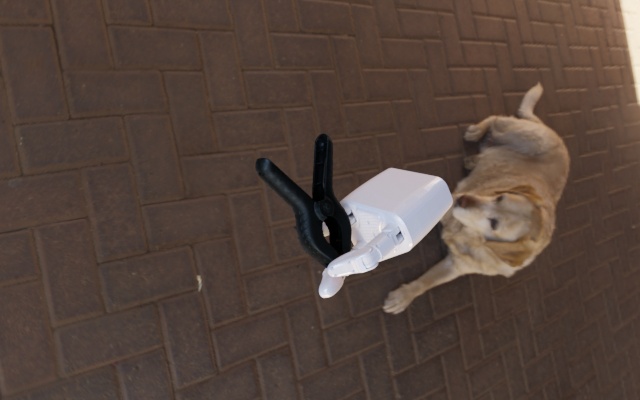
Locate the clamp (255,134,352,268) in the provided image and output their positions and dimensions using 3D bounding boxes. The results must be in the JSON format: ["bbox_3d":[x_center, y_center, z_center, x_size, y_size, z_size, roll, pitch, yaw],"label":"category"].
[{"bbox_3d":[0.000,0.002,0.587,0.120,0.171,0.039,-37,18,-34],"label":"clamp"}]
